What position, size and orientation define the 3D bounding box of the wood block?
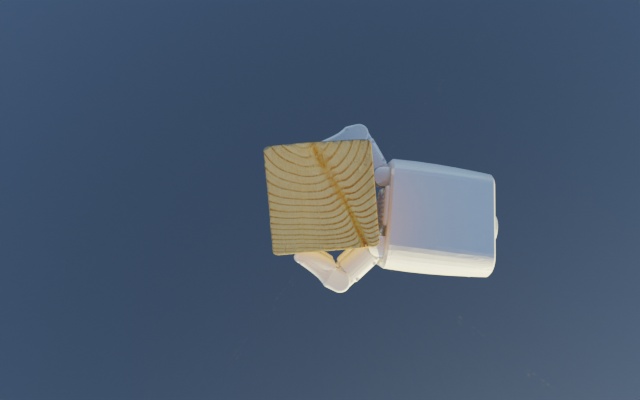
[{"bbox_3d":[0.000,0.001,0.488,0.090,0.091,0.206,-5,-3,-1],"label":"wood block"}]
